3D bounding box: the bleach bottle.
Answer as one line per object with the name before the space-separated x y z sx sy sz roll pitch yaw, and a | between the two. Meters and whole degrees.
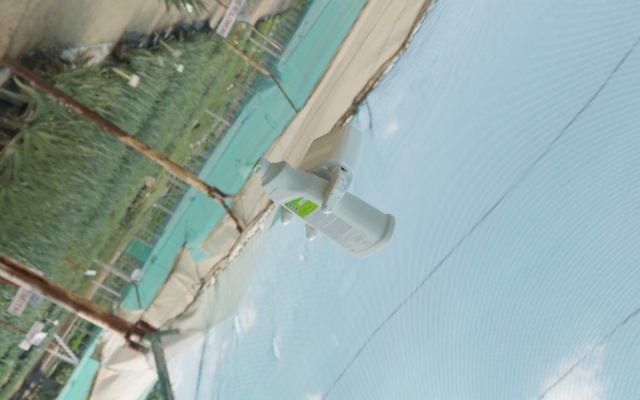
bleach bottle | 0.000 0.003 0.809 0.251 0.068 0.103 34 -42 -15
